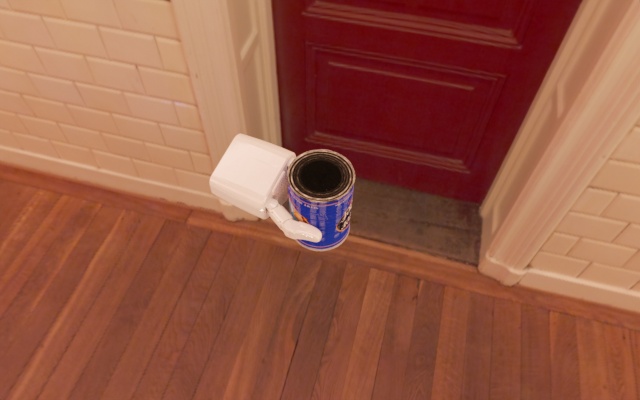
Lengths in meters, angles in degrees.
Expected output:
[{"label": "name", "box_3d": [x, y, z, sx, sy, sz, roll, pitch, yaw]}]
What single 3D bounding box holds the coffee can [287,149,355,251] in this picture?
[{"label": "coffee can", "box_3d": [0.000, 0.003, 0.767, 0.103, 0.102, 0.140, 0, -36, -1]}]
